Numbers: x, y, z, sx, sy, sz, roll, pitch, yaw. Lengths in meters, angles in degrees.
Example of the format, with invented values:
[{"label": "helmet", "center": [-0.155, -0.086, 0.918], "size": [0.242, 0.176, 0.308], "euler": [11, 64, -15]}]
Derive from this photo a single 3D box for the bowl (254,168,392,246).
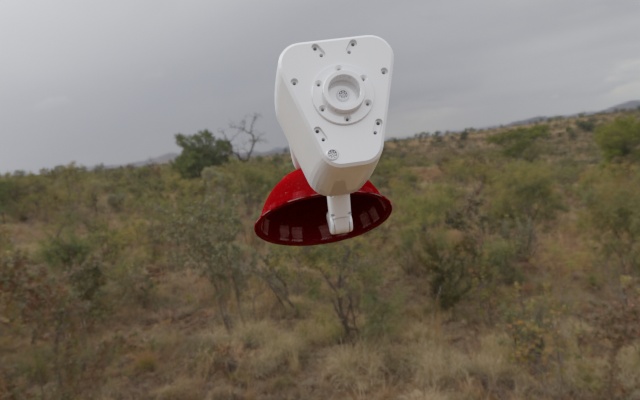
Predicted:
[{"label": "bowl", "center": [0.000, 0.002, 0.566], "size": [0.162, 0.055, 0.162], "euler": [-8, -24, -4]}]
